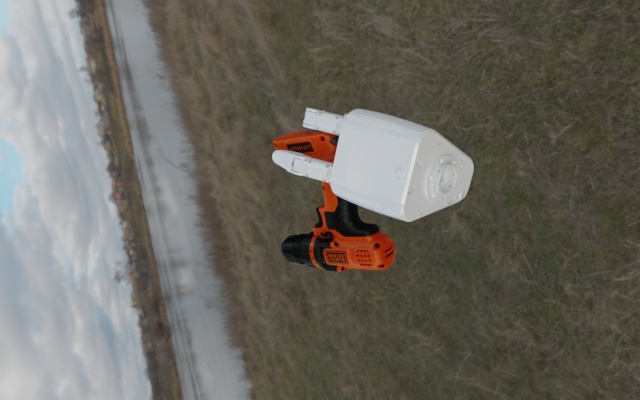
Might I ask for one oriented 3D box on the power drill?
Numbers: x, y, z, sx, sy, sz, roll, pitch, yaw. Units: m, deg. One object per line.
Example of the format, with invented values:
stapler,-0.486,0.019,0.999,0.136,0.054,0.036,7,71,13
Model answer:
power drill,0.000,0.002,0.622,0.184,0.188,0.057,-4,18,41
